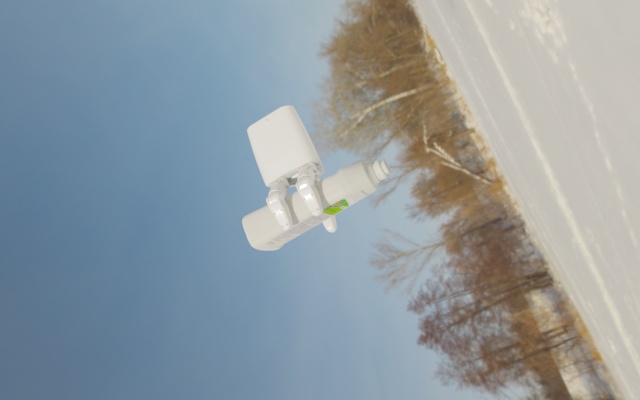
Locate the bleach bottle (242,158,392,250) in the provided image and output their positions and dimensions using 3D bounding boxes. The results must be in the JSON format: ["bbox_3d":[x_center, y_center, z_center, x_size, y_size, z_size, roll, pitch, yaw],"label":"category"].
[{"bbox_3d":[0.000,0.003,0.776,0.251,0.068,0.102,-27,-14,19],"label":"bleach bottle"}]
